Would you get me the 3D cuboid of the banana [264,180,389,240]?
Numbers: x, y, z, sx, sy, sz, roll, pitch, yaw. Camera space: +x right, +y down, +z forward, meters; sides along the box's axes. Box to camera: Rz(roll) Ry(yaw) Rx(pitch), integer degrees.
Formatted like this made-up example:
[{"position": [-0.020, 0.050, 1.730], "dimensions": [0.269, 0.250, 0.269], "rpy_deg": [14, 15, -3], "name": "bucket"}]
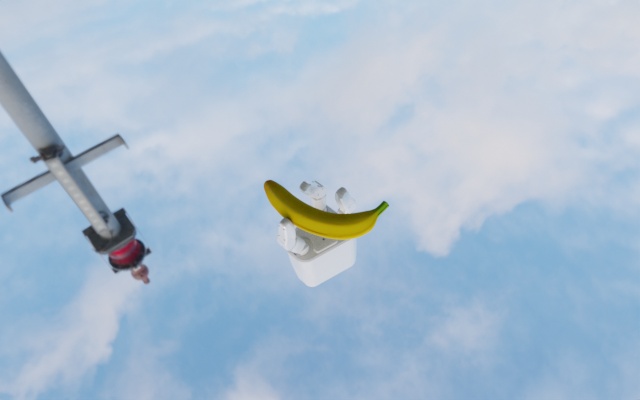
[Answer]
[{"position": [-0.003, 0.018, 0.705], "dimensions": [0.198, 0.069, 0.037], "rpy_deg": [12, -29, 16], "name": "banana"}]
